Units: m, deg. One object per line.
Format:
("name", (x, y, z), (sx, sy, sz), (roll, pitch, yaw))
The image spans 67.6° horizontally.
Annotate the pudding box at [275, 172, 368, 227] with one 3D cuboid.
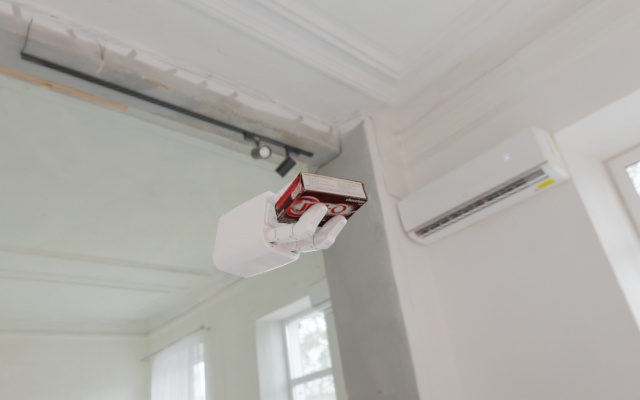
("pudding box", (0.000, 0.002, 0.717), (0.113, 0.039, 0.090), (6, -34, -31))
